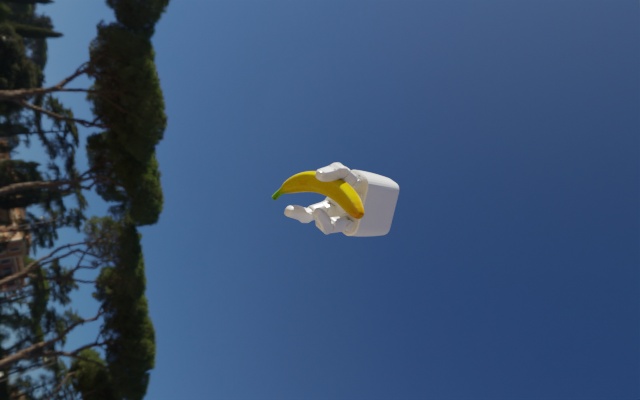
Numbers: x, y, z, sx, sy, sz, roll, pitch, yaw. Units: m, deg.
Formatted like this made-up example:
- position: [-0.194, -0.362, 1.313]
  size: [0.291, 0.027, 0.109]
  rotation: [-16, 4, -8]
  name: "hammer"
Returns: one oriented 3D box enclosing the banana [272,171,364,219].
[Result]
- position: [0.003, -0.015, 0.821]
  size: [0.198, 0.069, 0.037]
  rotation: [11, -11, 40]
  name: "banana"
